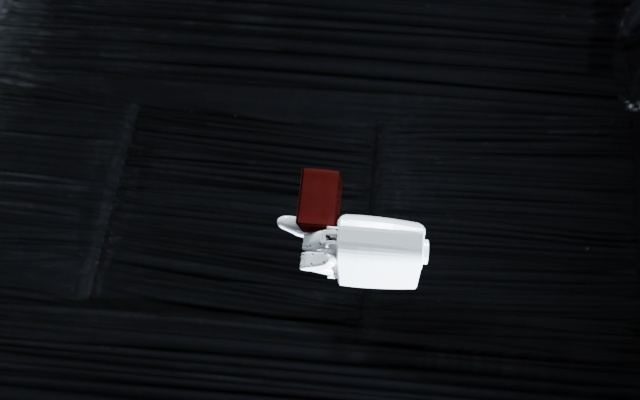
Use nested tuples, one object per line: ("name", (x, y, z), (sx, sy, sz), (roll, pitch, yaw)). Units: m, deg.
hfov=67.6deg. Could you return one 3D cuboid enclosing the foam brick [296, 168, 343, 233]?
("foam brick", (0.000, 0.002, 0.644), (0.051, 0.078, 0.053), (3, -16, 10))
